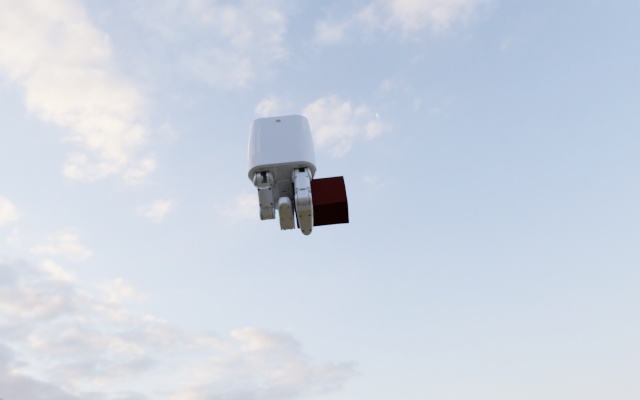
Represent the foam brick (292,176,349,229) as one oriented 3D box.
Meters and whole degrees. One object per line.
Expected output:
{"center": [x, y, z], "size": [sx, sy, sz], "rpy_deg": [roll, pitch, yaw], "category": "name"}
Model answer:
{"center": [0.000, 0.002, 0.693], "size": [0.078, 0.051, 0.053], "rpy_deg": [-6, -40, -1], "category": "foam brick"}
